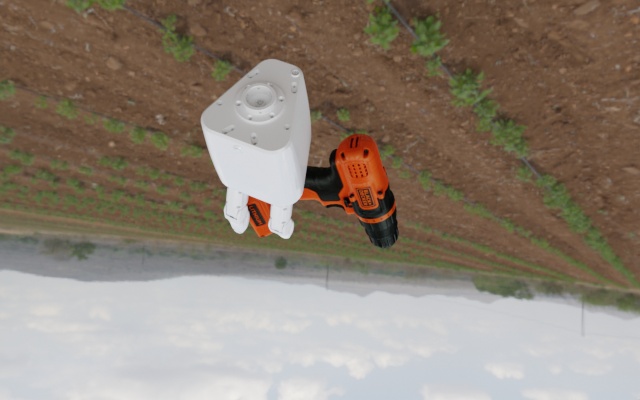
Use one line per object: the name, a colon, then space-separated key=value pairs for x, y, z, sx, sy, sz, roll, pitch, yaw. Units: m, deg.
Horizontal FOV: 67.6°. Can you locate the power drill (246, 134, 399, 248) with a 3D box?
power drill: x=0.000 y=0.002 z=0.609 sx=0.187 sy=0.057 sz=0.185 roll=-7 pitch=-46 yaw=16
